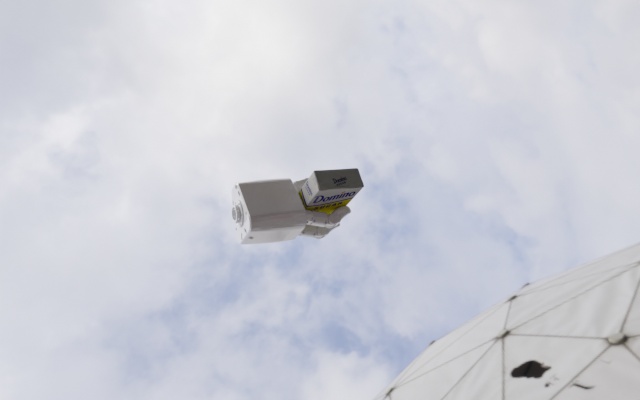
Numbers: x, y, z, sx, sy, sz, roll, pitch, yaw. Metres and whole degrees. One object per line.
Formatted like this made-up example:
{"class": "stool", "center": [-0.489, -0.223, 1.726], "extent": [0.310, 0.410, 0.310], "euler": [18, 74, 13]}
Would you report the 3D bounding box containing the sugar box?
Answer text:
{"class": "sugar box", "center": [0.000, 0.003, 0.897], "extent": [0.093, 0.048, 0.176], "euler": [-5, -23, -27]}
